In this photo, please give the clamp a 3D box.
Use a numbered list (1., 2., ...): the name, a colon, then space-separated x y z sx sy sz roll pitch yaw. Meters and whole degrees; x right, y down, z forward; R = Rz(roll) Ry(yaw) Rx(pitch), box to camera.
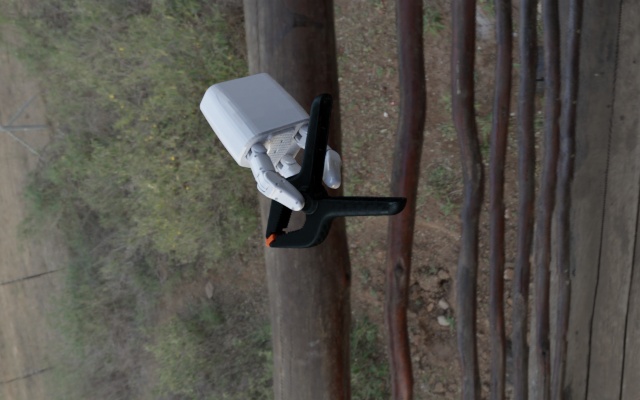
1. clamp: -0.001 0.002 0.578 0.036 0.164 0.210 -13 -33 -49
